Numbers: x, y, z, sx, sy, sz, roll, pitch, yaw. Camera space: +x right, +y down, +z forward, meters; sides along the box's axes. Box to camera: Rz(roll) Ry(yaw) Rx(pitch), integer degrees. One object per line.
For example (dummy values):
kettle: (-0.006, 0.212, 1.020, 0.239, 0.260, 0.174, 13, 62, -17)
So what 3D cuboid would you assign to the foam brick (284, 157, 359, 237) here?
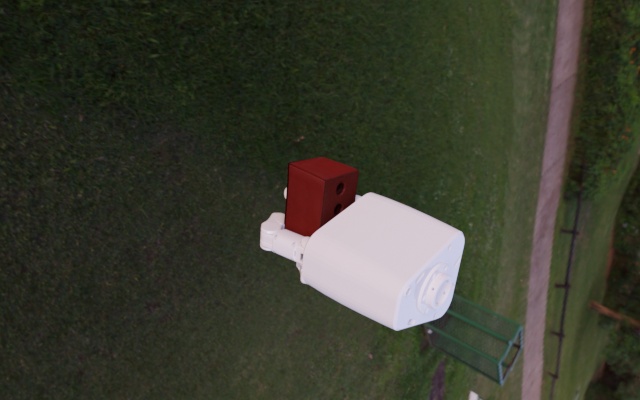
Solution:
foam brick: (0.000, 0.001, 0.480, 0.051, 0.078, 0.053, 24, 28, 38)
